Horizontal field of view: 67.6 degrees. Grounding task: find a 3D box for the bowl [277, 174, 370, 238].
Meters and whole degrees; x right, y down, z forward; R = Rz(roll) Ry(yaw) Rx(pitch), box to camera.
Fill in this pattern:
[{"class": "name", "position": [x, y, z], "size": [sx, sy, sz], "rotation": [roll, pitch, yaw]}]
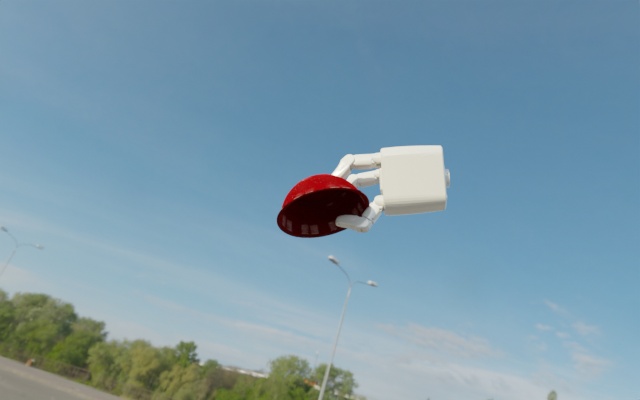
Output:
[{"class": "bowl", "position": [-0.001, 0.003, 0.825], "size": [0.162, 0.055, 0.162], "rotation": [-10, -31, -6]}]
